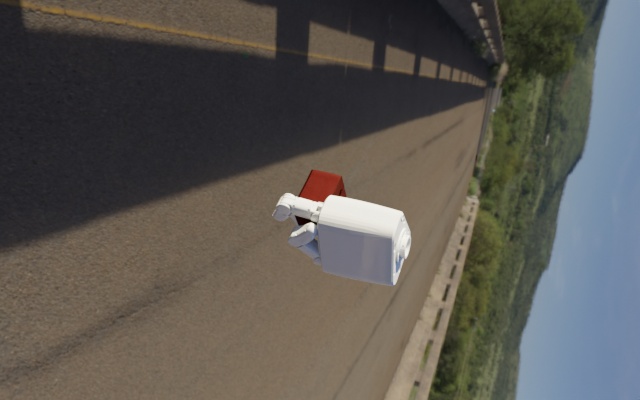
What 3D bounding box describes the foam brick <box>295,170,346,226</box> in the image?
[{"bbox_3d":[0.000,0.002,0.710,0.051,0.078,0.053,11,-34,22],"label":"foam brick"}]
